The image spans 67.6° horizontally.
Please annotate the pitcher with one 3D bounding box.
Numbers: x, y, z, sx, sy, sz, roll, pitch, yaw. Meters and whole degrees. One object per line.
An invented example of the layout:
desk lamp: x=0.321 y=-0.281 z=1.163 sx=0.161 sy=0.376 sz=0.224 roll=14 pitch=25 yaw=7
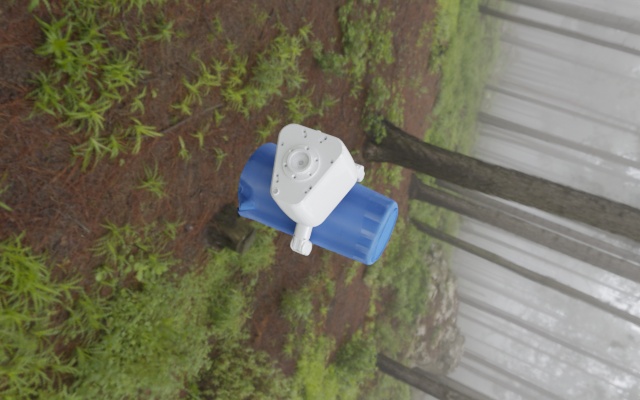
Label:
pitcher: x=0.000 y=0.003 z=0.778 sx=0.243 sy=0.149 sz=0.145 roll=23 pitch=-9 yaw=17
